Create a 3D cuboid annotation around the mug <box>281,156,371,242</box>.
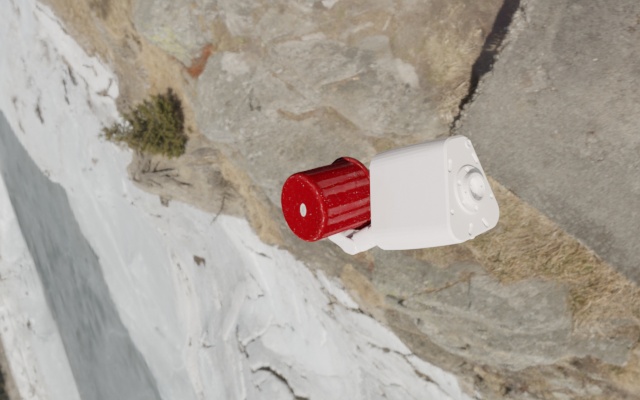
[{"bbox_3d":[-0.001,0.002,0.575,0.081,0.093,0.117,-17,3,-39],"label":"mug"}]
